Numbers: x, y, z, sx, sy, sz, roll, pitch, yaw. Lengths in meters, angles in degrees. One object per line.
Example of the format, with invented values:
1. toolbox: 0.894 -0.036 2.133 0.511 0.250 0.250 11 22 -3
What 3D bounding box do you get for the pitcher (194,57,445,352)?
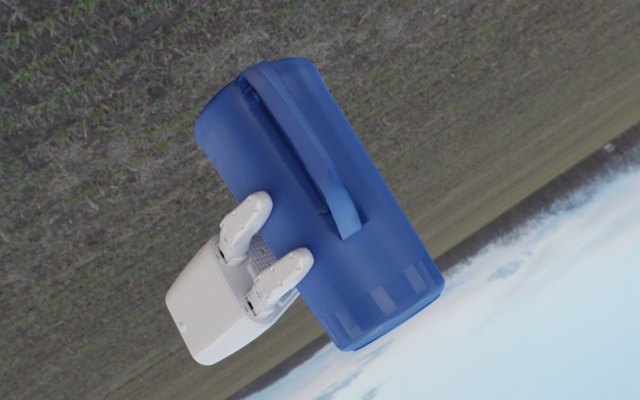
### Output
1. pitcher: 0.000 0.001 0.419 0.145 0.242 0.149 -42 -16 34
